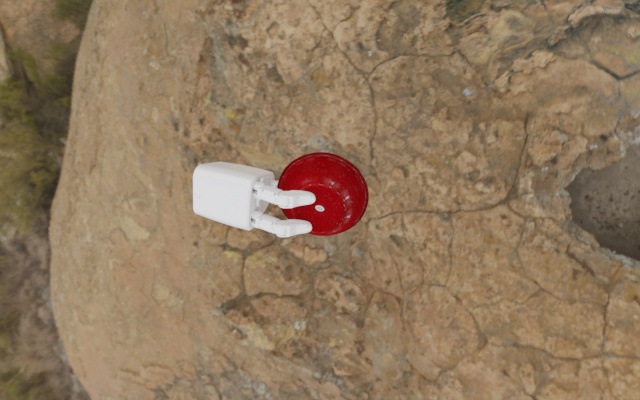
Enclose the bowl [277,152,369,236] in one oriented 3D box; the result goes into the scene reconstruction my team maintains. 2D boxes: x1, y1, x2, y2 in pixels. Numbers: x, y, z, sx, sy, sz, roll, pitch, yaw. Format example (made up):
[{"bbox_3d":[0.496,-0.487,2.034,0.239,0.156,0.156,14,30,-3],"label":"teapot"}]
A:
[{"bbox_3d":[0.001,0.003,0.809,0.162,0.162,0.055,0,27,8],"label":"bowl"}]
